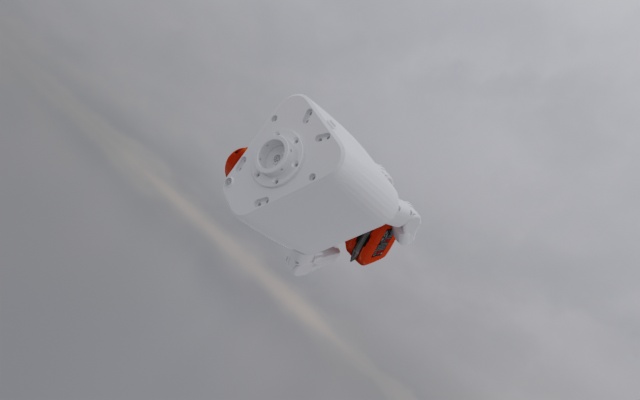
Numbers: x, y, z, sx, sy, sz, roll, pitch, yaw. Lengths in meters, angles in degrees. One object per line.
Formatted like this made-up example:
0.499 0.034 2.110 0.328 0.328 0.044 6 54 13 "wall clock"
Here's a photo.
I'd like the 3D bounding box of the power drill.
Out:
0.000 0.002 0.559 0.187 0.057 0.184 29 10 18 "power drill"
